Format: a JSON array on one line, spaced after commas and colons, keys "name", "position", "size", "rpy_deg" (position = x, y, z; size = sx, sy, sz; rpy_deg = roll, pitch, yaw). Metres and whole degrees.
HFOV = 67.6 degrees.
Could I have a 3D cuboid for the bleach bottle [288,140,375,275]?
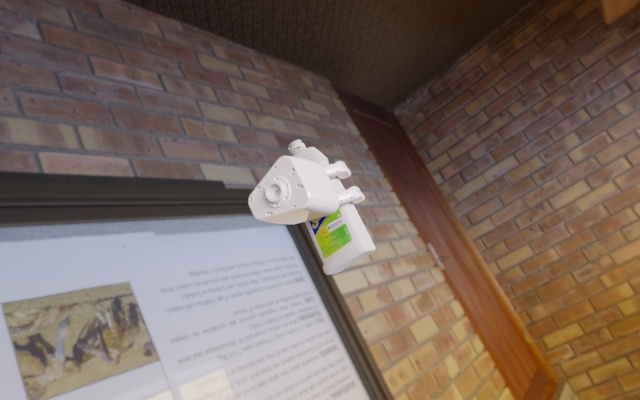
[{"name": "bleach bottle", "position": [0.000, 0.003, 0.881], "size": [0.102, 0.250, 0.068], "rpy_deg": [-34, -17, 21]}]
